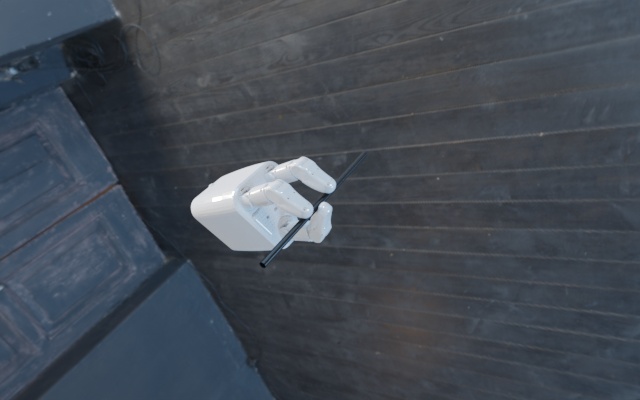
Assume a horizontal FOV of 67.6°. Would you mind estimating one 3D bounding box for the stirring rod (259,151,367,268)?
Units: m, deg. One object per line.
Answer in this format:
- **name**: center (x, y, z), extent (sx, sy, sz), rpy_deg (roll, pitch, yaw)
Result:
- **stirring rod**: center (0.000, 0.002, 0.582), extent (0.011, 0.011, 0.239), rpy_deg (0, 33, 38)
